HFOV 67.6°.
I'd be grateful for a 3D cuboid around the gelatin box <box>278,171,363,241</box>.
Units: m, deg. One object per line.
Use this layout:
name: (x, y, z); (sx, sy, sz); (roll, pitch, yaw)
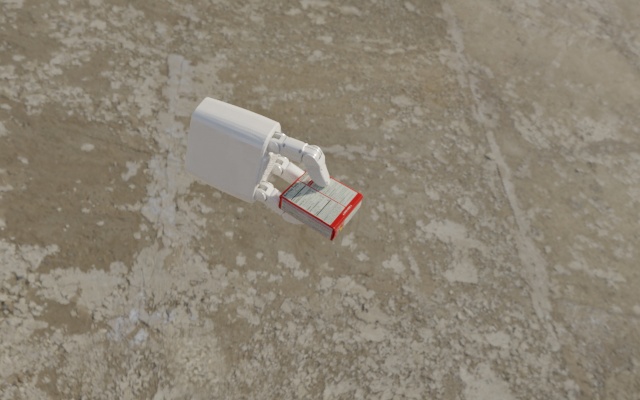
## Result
gelatin box: (0.000, 0.002, 0.637); (0.089, 0.030, 0.073); (30, 52, 17)
